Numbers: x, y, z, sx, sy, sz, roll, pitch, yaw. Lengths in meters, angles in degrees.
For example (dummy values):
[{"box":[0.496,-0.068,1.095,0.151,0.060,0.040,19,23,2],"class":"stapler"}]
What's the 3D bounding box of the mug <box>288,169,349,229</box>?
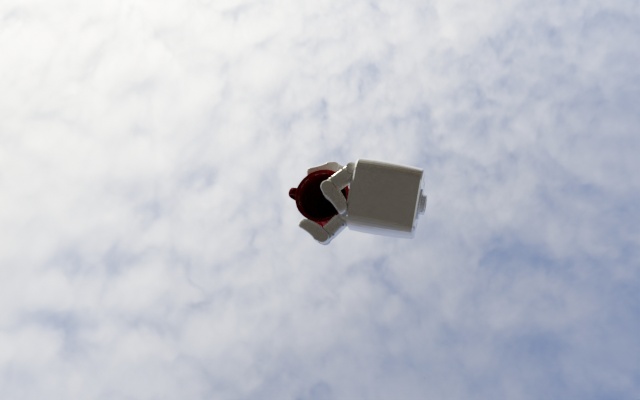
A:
[{"box":[-0.001,0.003,0.828,0.117,0.093,0.081,11,-17,18],"class":"mug"}]
